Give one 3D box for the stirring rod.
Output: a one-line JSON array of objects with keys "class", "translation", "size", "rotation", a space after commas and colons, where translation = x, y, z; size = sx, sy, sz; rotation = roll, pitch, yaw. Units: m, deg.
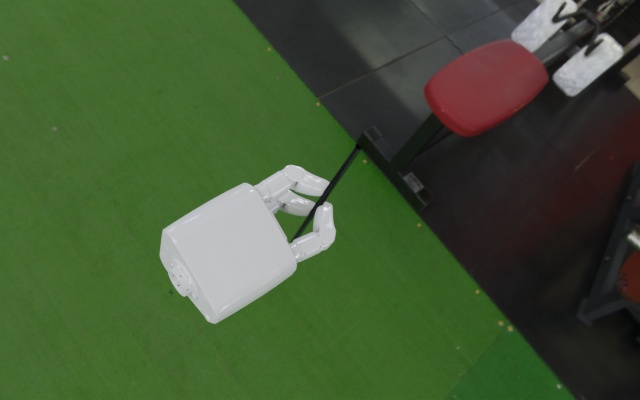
[{"class": "stirring rod", "translation": [0.000, 0.002, 0.578], "size": [0.011, 0.011, 0.240], "rotation": [0, -28, -21]}]
